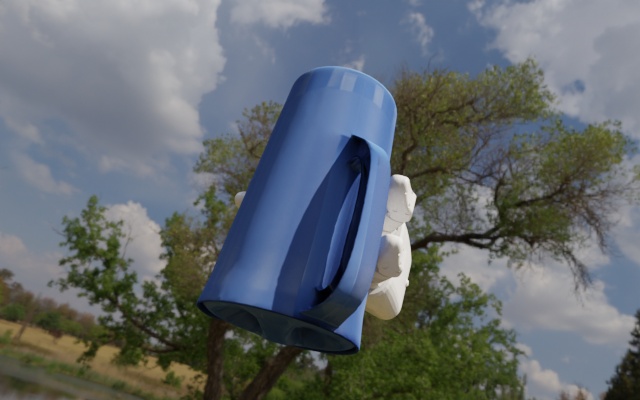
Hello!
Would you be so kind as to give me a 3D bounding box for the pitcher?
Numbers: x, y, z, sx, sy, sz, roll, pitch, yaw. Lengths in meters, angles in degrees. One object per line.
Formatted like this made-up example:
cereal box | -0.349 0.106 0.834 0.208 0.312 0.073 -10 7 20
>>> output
pitcher | 0.000 0.001 0.419 0.149 0.242 0.145 6 -26 20
